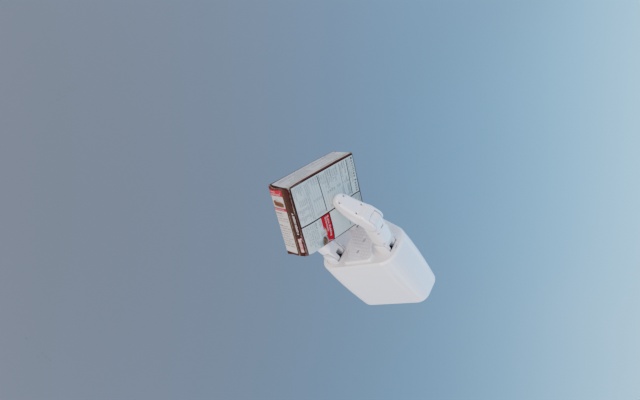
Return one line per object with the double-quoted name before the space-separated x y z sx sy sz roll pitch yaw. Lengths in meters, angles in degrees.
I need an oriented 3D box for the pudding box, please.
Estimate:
"pudding box" 0.000 0.002 0.567 0.039 0.090 0.113 6 28 44
